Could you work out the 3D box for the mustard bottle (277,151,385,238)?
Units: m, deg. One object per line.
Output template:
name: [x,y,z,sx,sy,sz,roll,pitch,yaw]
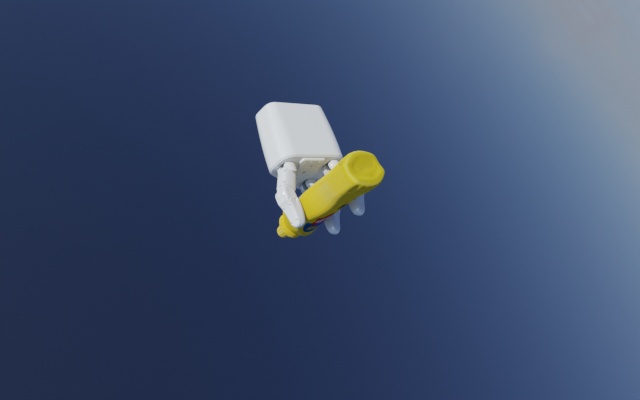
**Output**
mustard bottle: [0.000,0.002,0.704,0.192,0.058,0.096,-37,-6,34]
